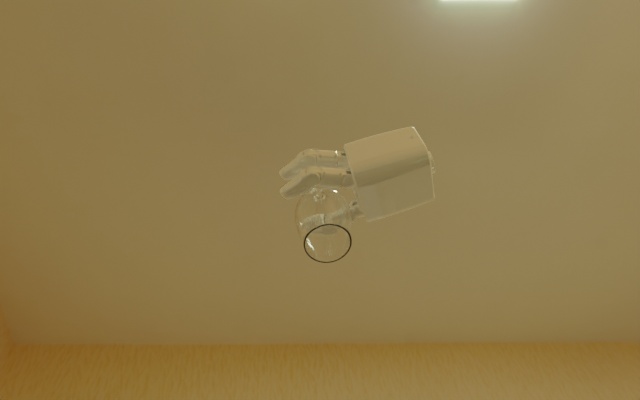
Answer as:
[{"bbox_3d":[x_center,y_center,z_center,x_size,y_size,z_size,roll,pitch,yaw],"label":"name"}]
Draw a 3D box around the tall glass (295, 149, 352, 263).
[{"bbox_3d":[0.000,0.002,0.686,0.079,0.079,0.201,0,32,-6],"label":"tall glass"}]
